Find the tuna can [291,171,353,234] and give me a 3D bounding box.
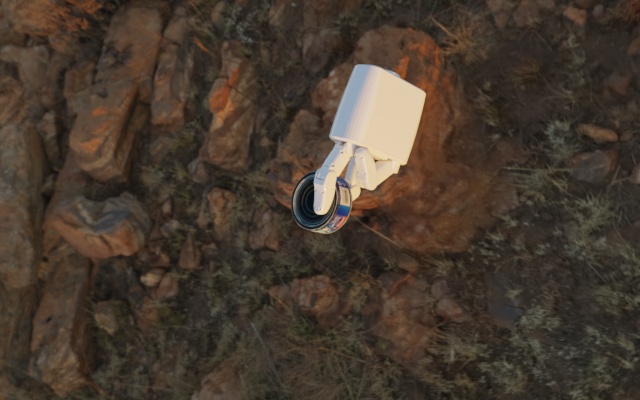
[{"bbox_3d":[0.000,0.002,0.665,0.086,0.086,0.034,0,-8,38],"label":"tuna can"}]
